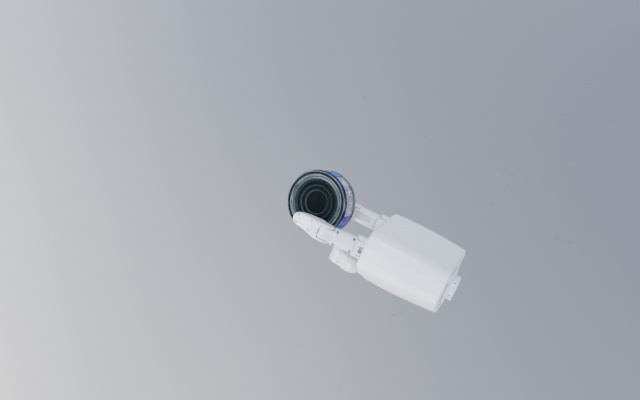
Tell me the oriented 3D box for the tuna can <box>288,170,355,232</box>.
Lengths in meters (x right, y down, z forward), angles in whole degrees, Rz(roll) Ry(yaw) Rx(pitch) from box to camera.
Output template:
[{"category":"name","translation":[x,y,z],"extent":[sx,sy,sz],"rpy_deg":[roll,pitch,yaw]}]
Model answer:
[{"category":"tuna can","translation":[0.000,0.002,0.628],"extent":[0.086,0.086,0.034],"rpy_deg":[0,1,25]}]
